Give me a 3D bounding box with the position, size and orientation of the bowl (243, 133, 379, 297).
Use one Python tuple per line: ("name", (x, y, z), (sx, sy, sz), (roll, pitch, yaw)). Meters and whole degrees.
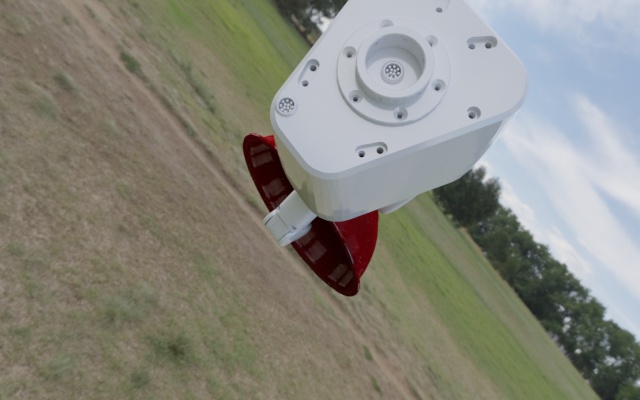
("bowl", (0.000, 0.001, 0.413), (0.055, 0.162, 0.162), (-34, 12, -18))
